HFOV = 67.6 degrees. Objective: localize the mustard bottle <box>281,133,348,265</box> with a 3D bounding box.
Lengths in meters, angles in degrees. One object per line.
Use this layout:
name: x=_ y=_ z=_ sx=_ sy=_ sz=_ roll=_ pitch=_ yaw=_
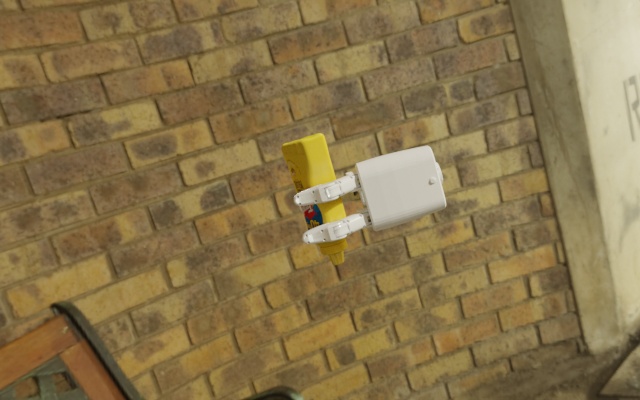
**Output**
mustard bottle: x=0.000 y=0.002 z=0.695 sx=0.058 sy=0.191 sz=0.096 roll=-20 pitch=9 yaw=-21
